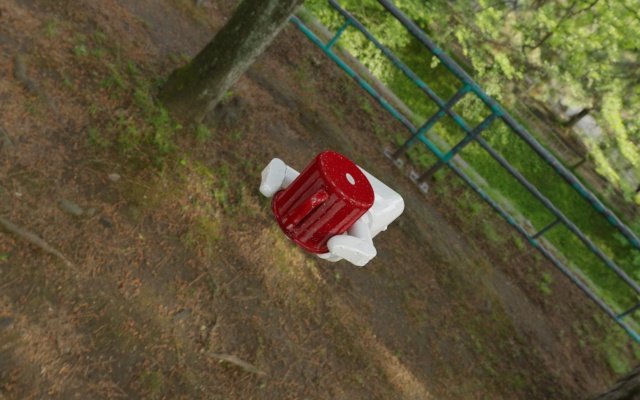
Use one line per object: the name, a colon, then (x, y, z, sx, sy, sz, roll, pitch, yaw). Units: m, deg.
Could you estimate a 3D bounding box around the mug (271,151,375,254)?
mug: (-0.001, 0.002, 0.520, 0.081, 0.093, 0.117, -45, -11, 30)
